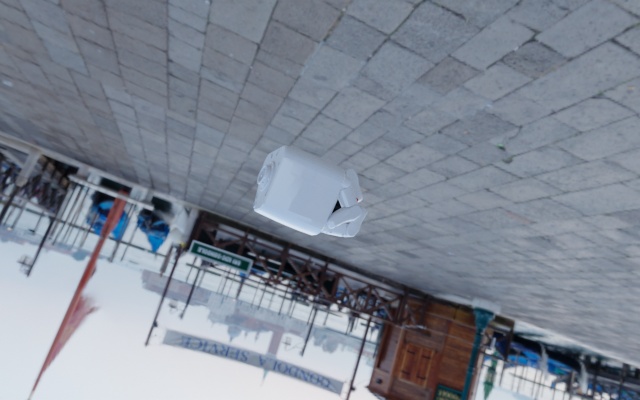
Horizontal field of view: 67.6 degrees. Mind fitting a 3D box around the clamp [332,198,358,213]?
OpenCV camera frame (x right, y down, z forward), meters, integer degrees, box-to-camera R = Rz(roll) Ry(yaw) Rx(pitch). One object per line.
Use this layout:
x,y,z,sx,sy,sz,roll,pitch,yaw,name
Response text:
0.000,0.003,0.864,0.120,0.039,0.171,21,-15,-23,clamp
